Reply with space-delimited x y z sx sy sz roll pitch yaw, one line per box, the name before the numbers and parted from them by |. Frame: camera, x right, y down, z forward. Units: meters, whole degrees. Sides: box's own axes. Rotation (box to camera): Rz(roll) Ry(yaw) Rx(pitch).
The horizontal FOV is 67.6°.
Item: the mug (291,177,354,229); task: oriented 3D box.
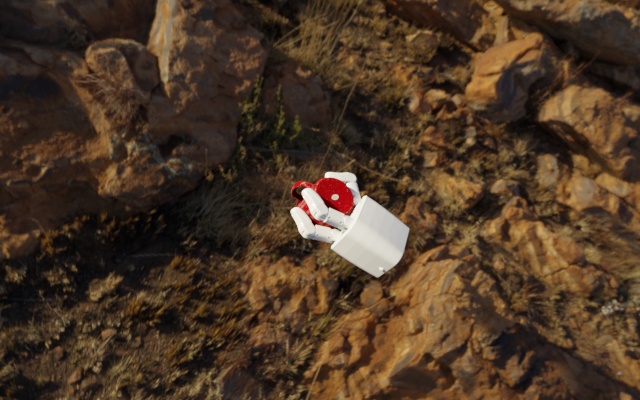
mug | -0.001 0.002 0.885 0.117 0.093 0.081 34 -38 -4
